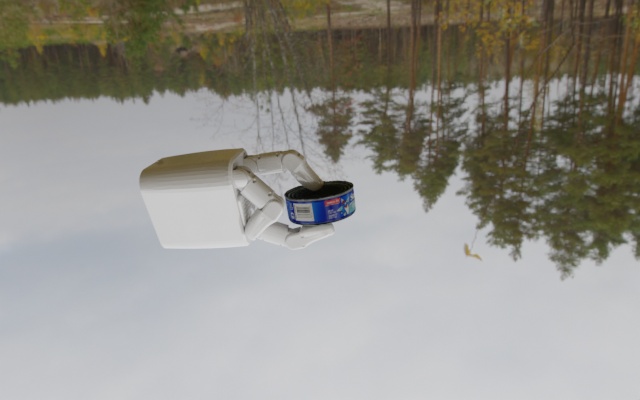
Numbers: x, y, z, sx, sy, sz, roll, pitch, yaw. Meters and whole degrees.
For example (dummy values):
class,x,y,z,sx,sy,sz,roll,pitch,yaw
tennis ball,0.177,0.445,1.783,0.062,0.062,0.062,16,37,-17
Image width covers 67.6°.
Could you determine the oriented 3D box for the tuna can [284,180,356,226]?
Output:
class,x,y,z,sx,sy,sz,roll,pitch,yaw
tuna can,0.000,0.002,0.586,0.086,0.034,0.086,-8,15,2
